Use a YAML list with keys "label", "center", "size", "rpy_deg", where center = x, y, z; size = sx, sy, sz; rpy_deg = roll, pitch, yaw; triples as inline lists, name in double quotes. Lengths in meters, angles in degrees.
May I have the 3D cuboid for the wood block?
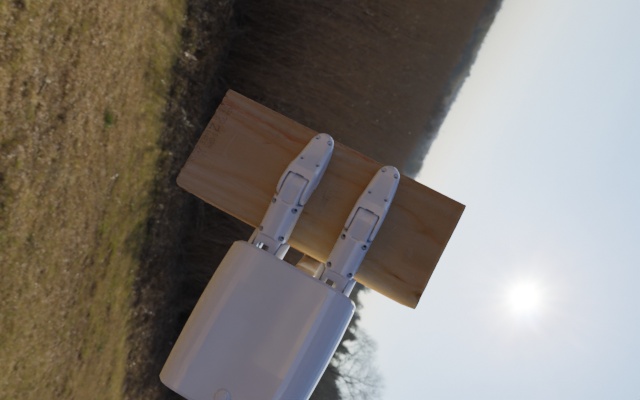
- label: "wood block"
  center: [0.000, 0.002, 0.406]
  size: [0.206, 0.090, 0.091]
  rpy_deg: [27, -7, 7]
